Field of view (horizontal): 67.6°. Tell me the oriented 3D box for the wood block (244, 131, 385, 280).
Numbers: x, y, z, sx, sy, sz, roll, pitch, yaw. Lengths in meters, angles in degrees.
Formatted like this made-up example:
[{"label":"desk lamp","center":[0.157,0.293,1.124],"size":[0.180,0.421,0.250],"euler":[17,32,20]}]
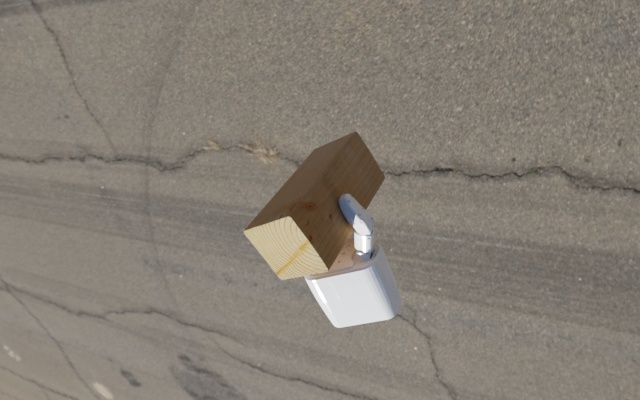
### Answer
[{"label":"wood block","center":[0.000,0.002,0.664],"size":[0.091,0.090,0.206],"euler":[-17,25,40]}]
